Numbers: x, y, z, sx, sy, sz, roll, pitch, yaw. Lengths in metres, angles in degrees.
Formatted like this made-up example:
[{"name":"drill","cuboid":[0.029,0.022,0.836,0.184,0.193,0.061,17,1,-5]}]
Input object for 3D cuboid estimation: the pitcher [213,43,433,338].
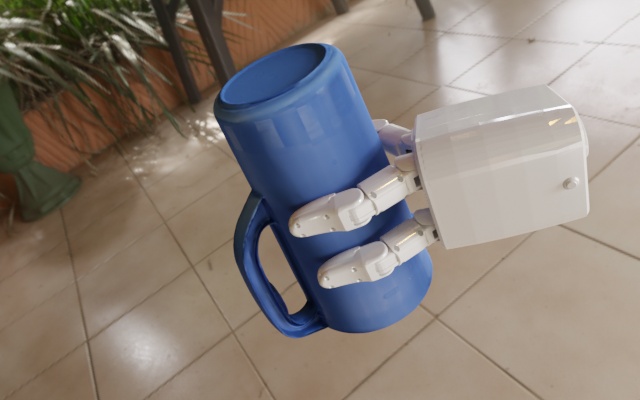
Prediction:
[{"name":"pitcher","cuboid":[0.000,0.001,0.419,0.145,0.243,0.149,-12,37,19]}]
